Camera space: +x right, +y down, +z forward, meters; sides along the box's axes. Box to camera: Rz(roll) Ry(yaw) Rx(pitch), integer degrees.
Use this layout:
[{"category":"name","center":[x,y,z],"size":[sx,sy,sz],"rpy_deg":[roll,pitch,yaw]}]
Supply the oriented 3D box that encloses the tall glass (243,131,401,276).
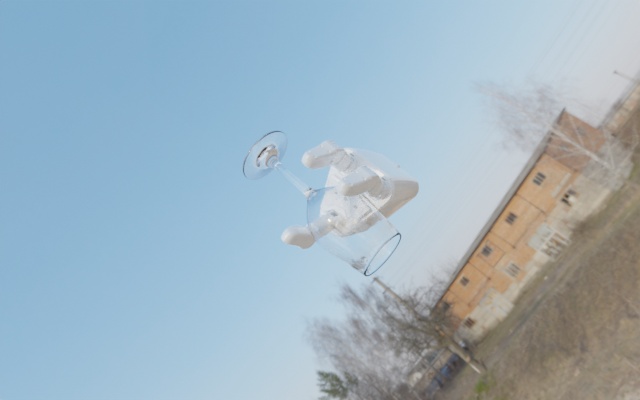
[{"category":"tall glass","center":[-0.001,0.002,0.569],"size":[0.201,0.079,0.079],"rpy_deg":[40,18,23]}]
